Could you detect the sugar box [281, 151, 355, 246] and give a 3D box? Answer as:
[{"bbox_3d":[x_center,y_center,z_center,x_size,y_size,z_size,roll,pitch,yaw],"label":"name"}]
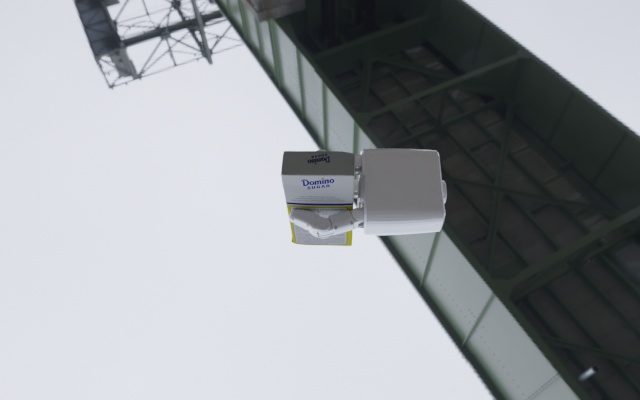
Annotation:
[{"bbox_3d":[0.000,0.002,0.663,0.093,0.048,0.176,1,-37,2],"label":"sugar box"}]
